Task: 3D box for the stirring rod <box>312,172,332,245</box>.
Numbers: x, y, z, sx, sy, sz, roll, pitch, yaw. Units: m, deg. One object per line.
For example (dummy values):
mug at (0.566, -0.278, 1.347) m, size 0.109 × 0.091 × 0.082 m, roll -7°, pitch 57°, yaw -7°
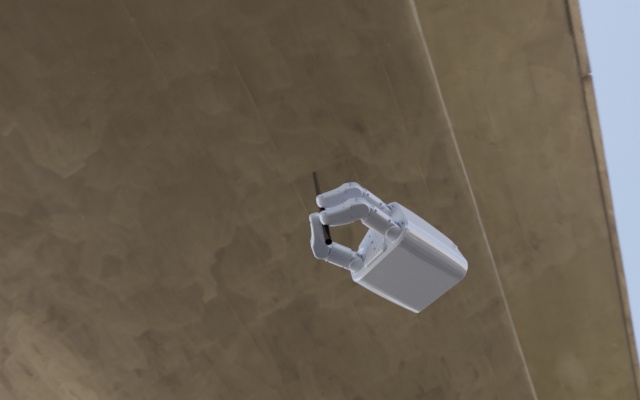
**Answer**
stirring rod at (0.000, 0.002, 0.644) m, size 0.011 × 0.011 × 0.239 m, roll 0°, pitch 22°, yaw -5°
